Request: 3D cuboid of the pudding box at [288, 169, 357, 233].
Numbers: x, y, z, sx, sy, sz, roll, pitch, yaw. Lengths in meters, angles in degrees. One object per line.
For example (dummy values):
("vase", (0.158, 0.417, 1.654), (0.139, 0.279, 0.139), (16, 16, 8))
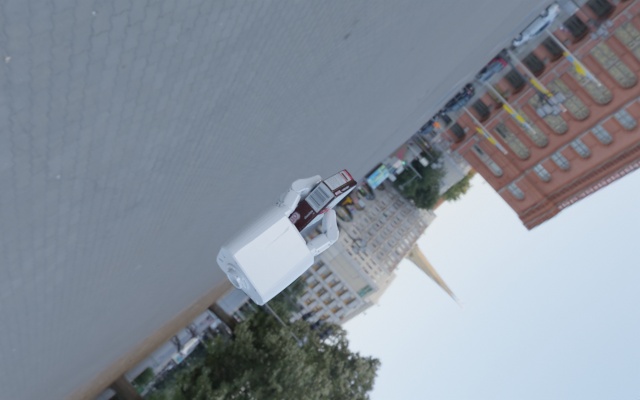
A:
("pudding box", (0.000, 0.003, 0.815), (0.113, 0.039, 0.090), (-43, -6, 32))
